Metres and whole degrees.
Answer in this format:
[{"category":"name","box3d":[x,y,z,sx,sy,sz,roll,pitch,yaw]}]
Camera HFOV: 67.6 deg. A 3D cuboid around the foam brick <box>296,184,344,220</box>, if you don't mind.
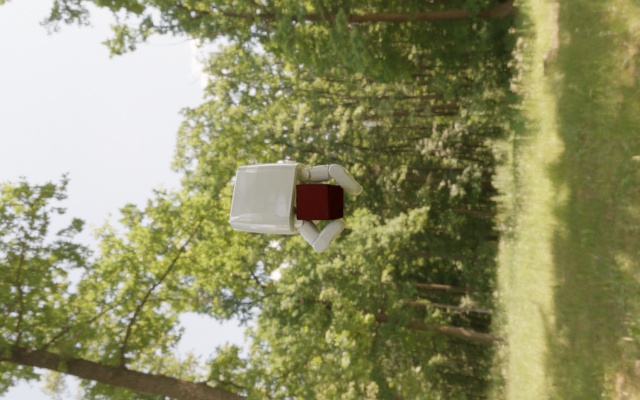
[{"category":"foam brick","box3d":[0.000,0.002,0.711,0.051,0.053,0.078,0,0,18]}]
